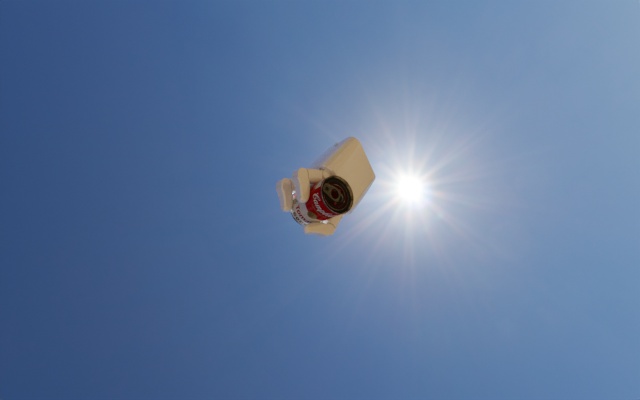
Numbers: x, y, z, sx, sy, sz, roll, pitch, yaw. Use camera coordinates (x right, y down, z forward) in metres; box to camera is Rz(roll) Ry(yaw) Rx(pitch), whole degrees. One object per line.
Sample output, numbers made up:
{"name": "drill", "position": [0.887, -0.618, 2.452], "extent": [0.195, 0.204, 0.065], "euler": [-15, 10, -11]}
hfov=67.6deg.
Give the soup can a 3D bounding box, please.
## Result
{"name": "soup can", "position": [0.000, 0.003, 0.840], "extent": [0.068, 0.068, 0.102], "euler": [0, -15, -37]}
